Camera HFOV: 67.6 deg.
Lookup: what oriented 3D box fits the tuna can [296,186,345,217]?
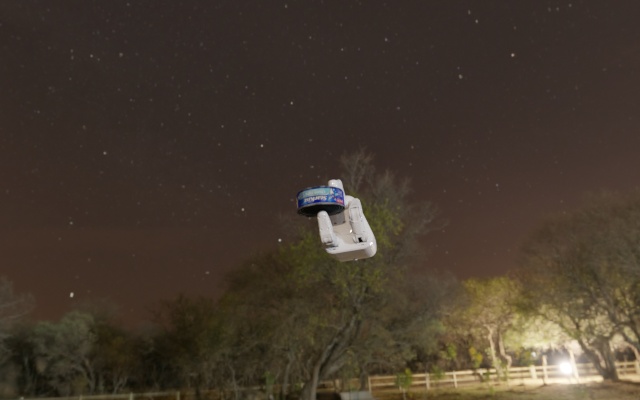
[{"bbox_3d":[0.000,0.002,0.845,0.086,0.033,0.086,-4,-17,-1],"label":"tuna can"}]
